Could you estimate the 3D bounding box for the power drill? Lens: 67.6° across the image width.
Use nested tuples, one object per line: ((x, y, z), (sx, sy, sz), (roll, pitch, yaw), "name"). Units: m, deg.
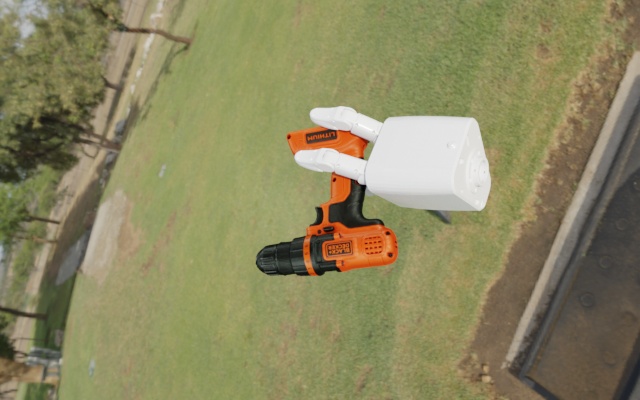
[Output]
((0.000, 0.002, 0.614), (0.184, 0.187, 0.057), (-8, -13, 15), "power drill")
